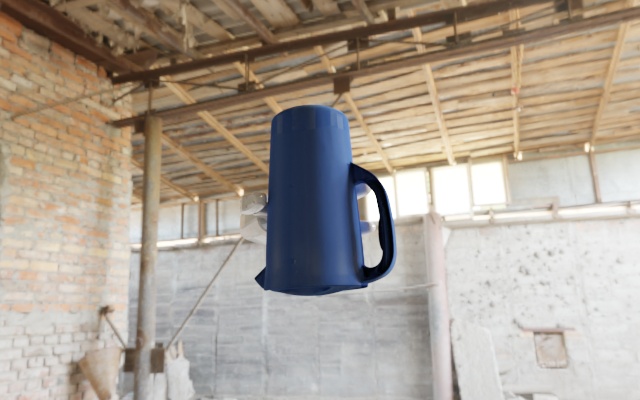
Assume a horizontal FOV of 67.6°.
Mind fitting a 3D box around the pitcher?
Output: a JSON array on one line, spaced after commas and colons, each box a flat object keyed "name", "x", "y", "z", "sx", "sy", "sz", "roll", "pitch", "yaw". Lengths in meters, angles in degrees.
[{"name": "pitcher", "x": 0.000, "y": 0.002, "z": 0.632, "sx": 0.149, "sy": 0.242, "sz": 0.145, "roll": 4, "pitch": -15, "yaw": -26}]
